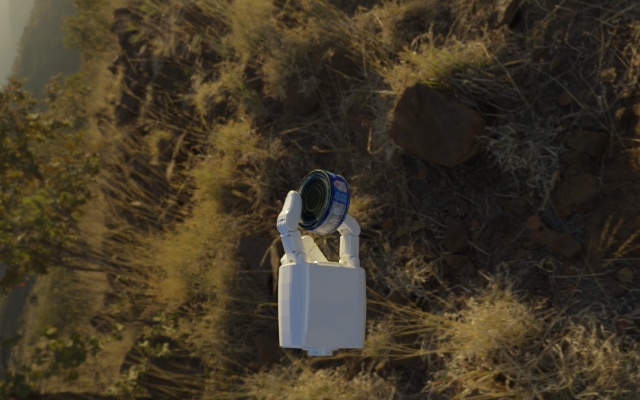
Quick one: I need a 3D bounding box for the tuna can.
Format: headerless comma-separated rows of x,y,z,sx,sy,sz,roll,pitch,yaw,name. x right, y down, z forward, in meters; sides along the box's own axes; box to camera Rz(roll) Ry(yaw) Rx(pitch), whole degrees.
0.000,0.002,0.650,0.034,0.086,0.086,17,-10,-35,tuna can
